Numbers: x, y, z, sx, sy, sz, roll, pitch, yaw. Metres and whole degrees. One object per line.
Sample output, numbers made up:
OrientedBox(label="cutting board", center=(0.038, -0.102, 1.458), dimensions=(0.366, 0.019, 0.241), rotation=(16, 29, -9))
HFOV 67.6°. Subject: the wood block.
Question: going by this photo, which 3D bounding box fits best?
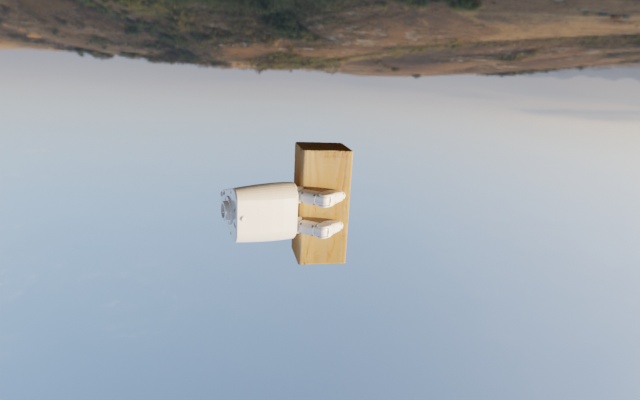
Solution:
OrientedBox(label="wood block", center=(0.000, 0.003, 0.868), dimensions=(0.090, 0.206, 0.090), rotation=(0, 17, -12))
